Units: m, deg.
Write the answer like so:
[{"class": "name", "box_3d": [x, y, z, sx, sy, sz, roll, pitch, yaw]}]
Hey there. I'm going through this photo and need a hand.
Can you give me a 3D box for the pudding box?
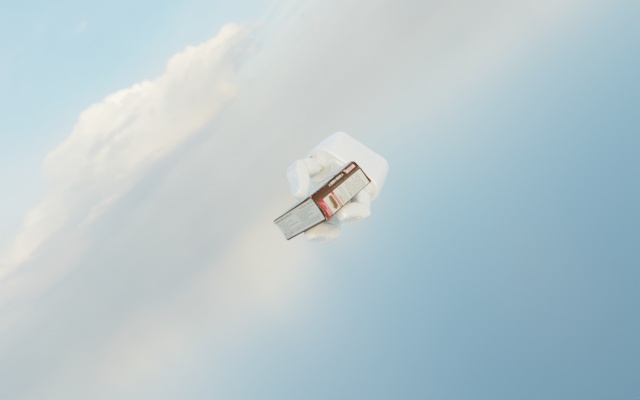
[{"class": "pudding box", "box_3d": [0.000, 0.002, 0.616, 0.090, 0.039, 0.113, -41, 3, -33]}]
